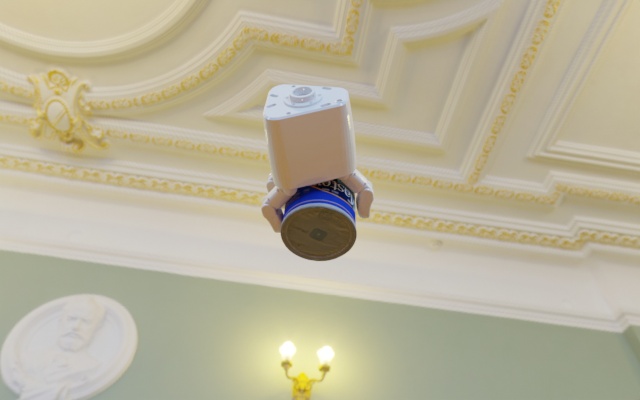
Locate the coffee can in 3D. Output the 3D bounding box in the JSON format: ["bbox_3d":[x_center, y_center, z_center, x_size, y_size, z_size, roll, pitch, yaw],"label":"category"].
[{"bbox_3d":[0.000,0.003,0.692,0.103,0.103,0.140,0,40,3],"label":"coffee can"}]
